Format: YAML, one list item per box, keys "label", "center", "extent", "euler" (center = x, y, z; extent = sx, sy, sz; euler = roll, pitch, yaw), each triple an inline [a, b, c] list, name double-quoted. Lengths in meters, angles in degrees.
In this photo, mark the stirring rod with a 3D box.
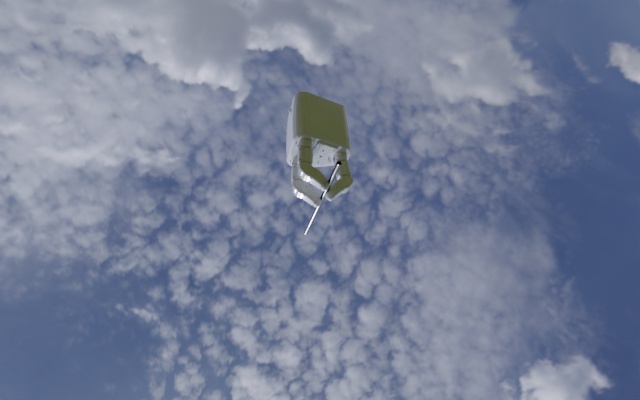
- label: "stirring rod"
  center: [0.000, 0.003, 0.837]
  extent: [0.011, 0.011, 0.240]
  euler: [0, -30, -16]
